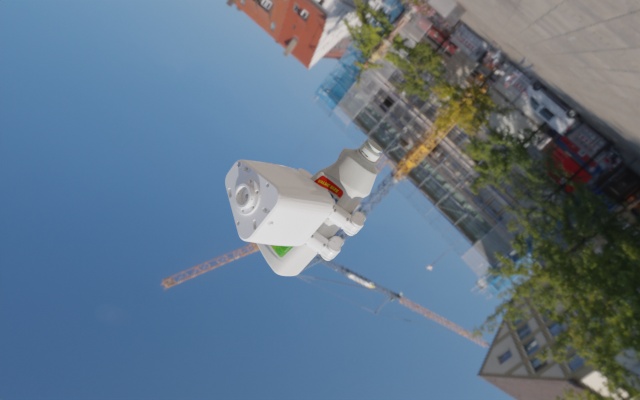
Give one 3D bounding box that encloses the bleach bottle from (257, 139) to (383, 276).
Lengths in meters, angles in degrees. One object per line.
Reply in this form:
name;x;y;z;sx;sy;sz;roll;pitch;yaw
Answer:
bleach bottle;0.000;0.003;0.740;0.068;0.102;0.251;10;-52;-49
